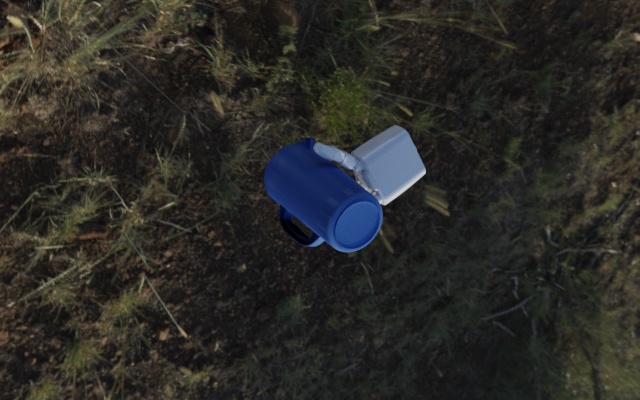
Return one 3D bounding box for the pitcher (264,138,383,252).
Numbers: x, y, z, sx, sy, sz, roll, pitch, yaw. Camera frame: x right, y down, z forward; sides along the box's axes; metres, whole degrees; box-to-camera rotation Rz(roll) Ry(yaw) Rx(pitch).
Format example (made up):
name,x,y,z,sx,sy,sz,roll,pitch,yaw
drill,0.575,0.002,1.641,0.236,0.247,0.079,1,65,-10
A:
name,x,y,z,sx,sy,sz,roll,pitch,yaw
pitcher,0.000,0.003,0.871,0.145,0.149,0.242,-34,37,-13
